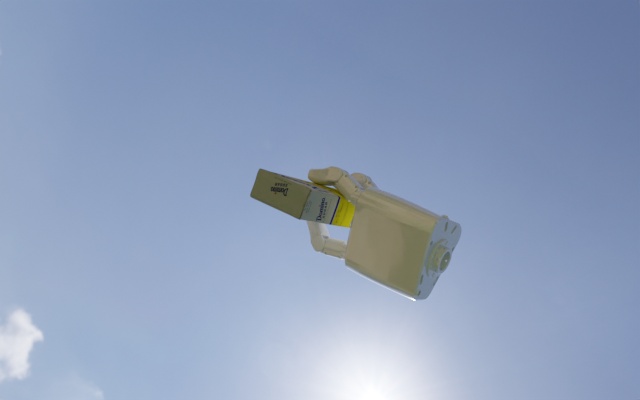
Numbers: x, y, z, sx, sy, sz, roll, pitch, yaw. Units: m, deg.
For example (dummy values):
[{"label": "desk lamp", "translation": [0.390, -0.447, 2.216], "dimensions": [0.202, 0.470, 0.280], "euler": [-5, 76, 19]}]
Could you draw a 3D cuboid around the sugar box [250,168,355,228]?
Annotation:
[{"label": "sugar box", "translation": [0.000, 0.002, 0.648], "dimensions": [0.093, 0.048, 0.176], "euler": [23, 3, 36]}]
